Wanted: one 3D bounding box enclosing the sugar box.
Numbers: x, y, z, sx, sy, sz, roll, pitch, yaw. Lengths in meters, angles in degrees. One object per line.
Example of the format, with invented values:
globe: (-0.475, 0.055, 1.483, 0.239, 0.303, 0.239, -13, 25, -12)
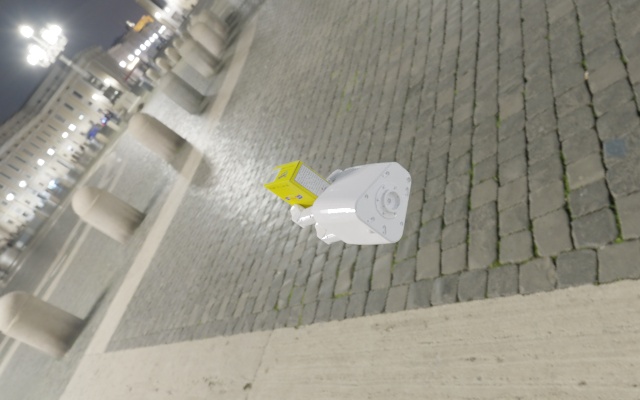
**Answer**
sugar box: (0.000, 0.003, 0.800, 0.176, 0.048, 0.093, 37, -22, -25)
